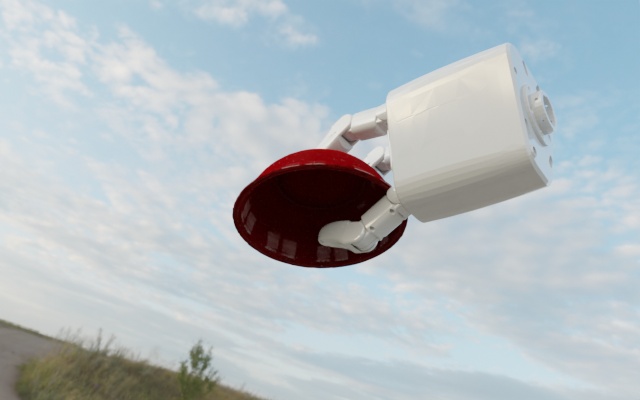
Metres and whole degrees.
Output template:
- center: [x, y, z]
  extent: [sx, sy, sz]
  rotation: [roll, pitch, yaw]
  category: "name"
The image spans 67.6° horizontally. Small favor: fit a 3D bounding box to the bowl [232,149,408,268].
- center: [-0.001, 0.002, 0.459]
  extent: [0.162, 0.055, 0.162]
  rotation: [0, -39, 0]
  category: "bowl"
